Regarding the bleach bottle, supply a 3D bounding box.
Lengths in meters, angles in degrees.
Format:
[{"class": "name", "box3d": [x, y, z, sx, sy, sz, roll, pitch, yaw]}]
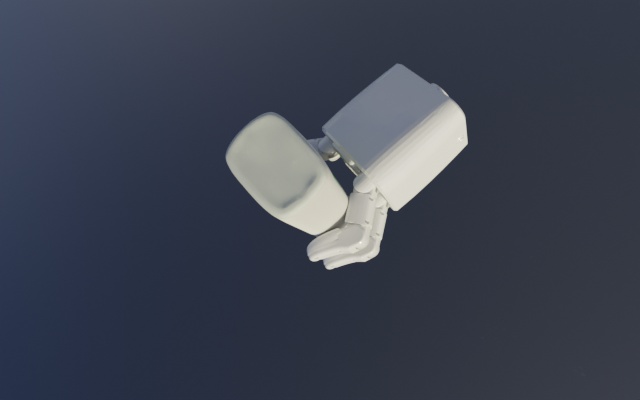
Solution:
[{"class": "bleach bottle", "box3d": [0.000, 0.002, 0.517, 0.102, 0.068, 0.251, 48, 3, 24]}]
